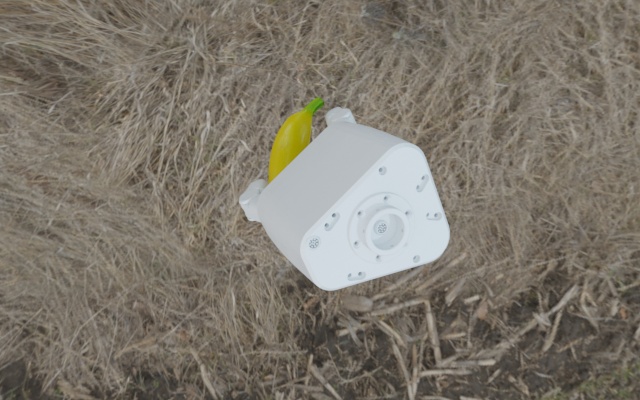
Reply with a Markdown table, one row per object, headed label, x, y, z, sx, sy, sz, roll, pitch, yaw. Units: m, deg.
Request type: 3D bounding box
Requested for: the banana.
| label | x | y | z | sx | sy | sz | roll | pitch | yaw |
| --- | --- | --- | --- | --- | --- | --- | --- | --- | --- |
| banana | -0.017 | 0.001 | 0.473 | 0.069 | 0.198 | 0.037 | -11 | 17 | -26 |
